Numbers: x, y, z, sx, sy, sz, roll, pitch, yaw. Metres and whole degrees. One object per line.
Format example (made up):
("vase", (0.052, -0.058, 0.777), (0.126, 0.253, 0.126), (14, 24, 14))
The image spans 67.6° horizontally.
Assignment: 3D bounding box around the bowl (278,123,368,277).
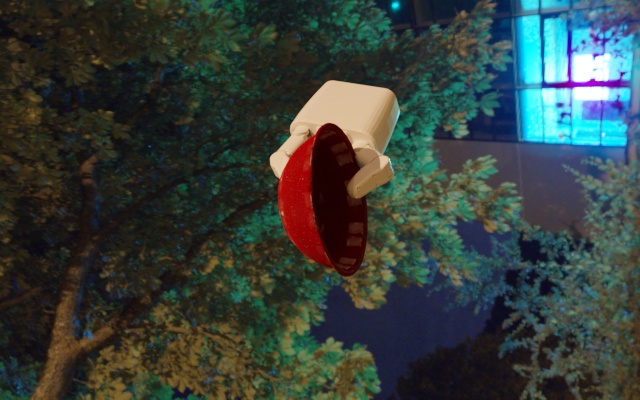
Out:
("bowl", (-0.001, 0.002, 0.509), (0.055, 0.162, 0.162), (-8, -3, 22))
